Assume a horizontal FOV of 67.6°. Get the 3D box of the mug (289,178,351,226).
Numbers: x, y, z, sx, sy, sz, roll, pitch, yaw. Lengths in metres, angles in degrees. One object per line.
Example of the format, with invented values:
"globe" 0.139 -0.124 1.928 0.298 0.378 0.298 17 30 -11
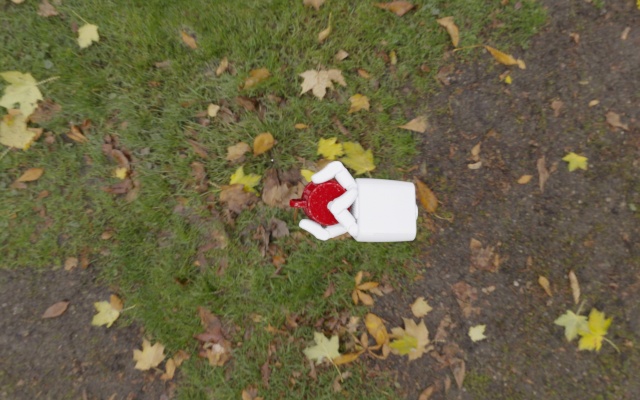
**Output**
"mug" -0.001 0.003 0.896 0.117 0.093 0.081 1 5 -6
